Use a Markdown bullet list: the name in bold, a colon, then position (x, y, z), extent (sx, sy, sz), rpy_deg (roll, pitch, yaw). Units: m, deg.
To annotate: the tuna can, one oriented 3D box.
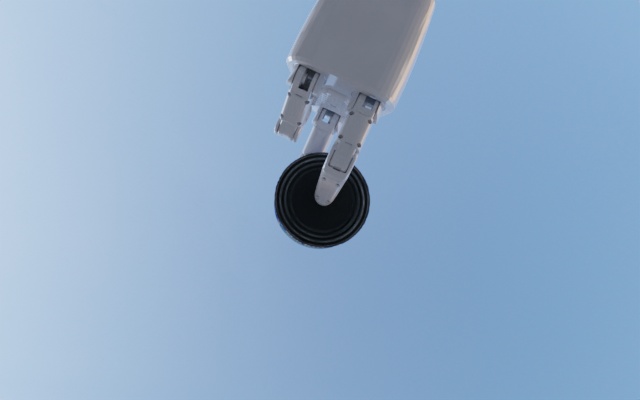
- **tuna can**: position (0.000, 0.002, 0.438), extent (0.086, 0.086, 0.034), rpy_deg (0, -9, -8)
